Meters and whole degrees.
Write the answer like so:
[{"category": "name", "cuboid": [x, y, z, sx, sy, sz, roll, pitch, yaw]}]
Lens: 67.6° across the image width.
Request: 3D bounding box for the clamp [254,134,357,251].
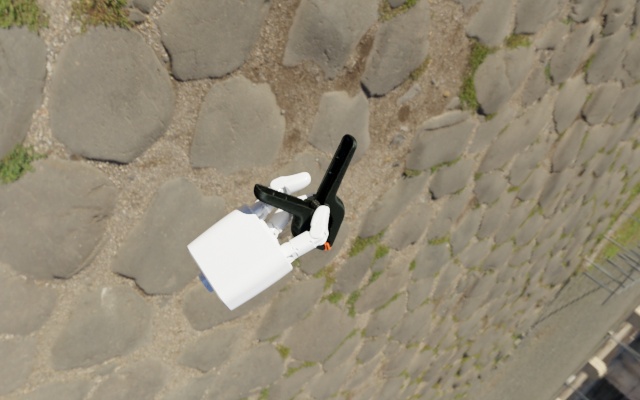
[{"category": "clamp", "cuboid": [0.000, 0.003, 0.727, 0.164, 0.036, 0.210, -34, -38, -10]}]
